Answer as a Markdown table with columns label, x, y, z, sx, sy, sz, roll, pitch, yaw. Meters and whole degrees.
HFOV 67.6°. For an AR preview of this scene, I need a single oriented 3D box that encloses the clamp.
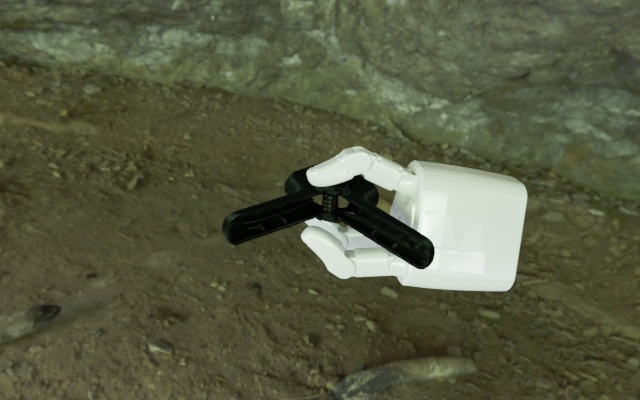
| label | x | y | z | sx | sy | sz | roll | pitch | yaw |
| --- | --- | --- | --- | --- | --- | --- | --- | --- | --- |
| clamp | 0.000 | 0.001 | 0.447 | 0.164 | 0.036 | 0.210 | 6 | 20 | -7 |
